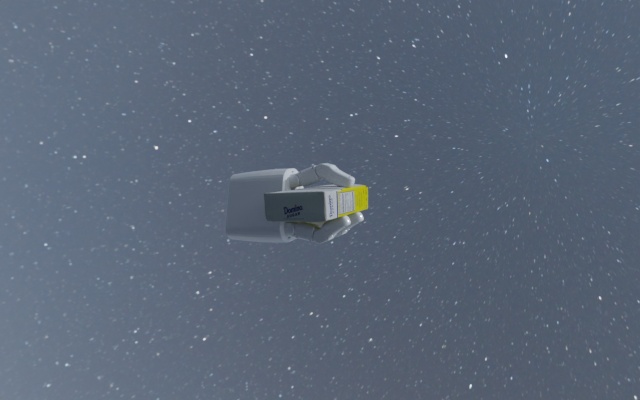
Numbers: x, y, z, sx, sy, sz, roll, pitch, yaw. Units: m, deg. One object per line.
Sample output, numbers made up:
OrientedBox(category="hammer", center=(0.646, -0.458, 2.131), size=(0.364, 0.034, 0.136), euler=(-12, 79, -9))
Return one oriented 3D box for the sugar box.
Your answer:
OrientedBox(category="sugar box", center=(0.000, 0.003, 0.706), size=(0.093, 0.048, 0.176), euler=(-1, 6, 25))
